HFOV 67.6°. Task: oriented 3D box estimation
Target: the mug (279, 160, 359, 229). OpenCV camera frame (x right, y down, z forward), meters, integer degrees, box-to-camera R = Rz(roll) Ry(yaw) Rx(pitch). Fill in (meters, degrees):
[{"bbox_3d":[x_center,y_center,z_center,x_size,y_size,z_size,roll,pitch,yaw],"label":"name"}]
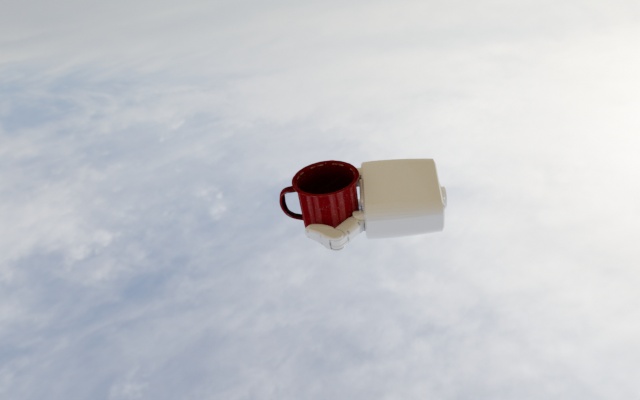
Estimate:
[{"bbox_3d":[-0.001,0.003,0.673,0.117,0.082,0.093,-5,34,7],"label":"mug"}]
